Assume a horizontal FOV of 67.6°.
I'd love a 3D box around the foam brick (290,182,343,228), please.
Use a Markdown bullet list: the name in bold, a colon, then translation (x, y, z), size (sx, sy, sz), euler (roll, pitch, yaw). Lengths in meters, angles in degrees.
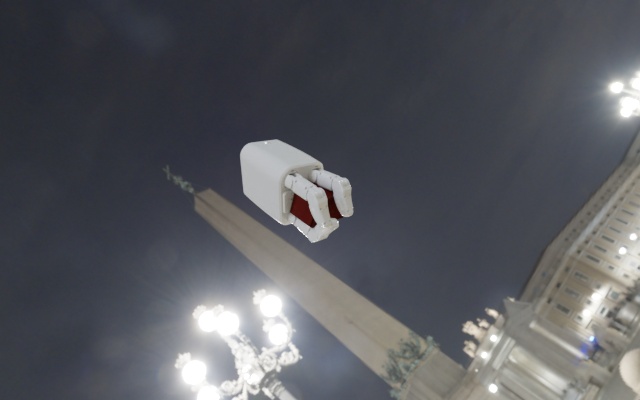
- **foam brick**: translation (0.000, 0.003, 0.768), size (0.051, 0.053, 0.078), euler (34, 32, 32)
